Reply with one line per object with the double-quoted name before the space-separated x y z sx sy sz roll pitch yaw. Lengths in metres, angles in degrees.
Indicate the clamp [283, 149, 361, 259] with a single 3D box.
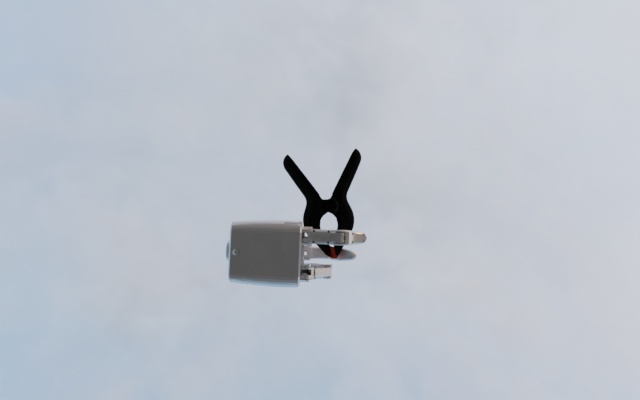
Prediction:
"clamp" 0.000 0.003 0.735 0.120 0.171 0.039 3 -3 -1
